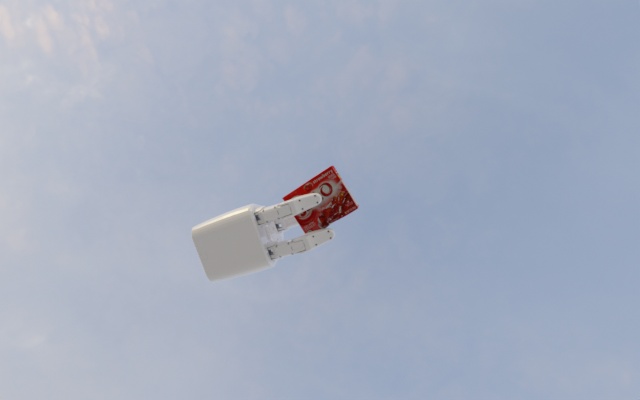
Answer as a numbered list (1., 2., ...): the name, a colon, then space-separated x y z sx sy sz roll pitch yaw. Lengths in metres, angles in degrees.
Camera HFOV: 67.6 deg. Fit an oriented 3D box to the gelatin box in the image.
1. gelatin box: 0.000 0.002 0.700 0.089 0.073 0.030 -32 2 9
